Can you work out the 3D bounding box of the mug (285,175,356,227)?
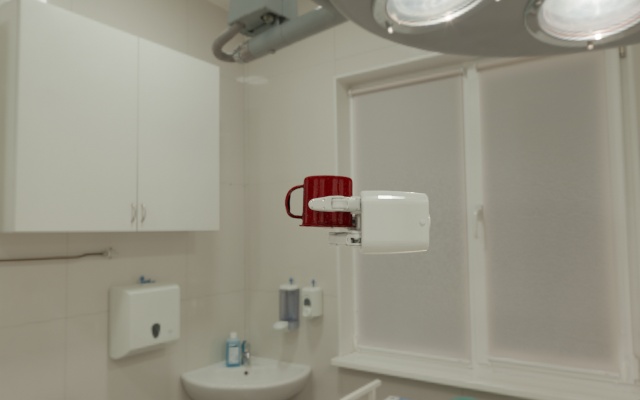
[{"bbox_3d":[-0.001,0.002,0.785,0.117,0.081,0.093,1,-4,-1],"label":"mug"}]
